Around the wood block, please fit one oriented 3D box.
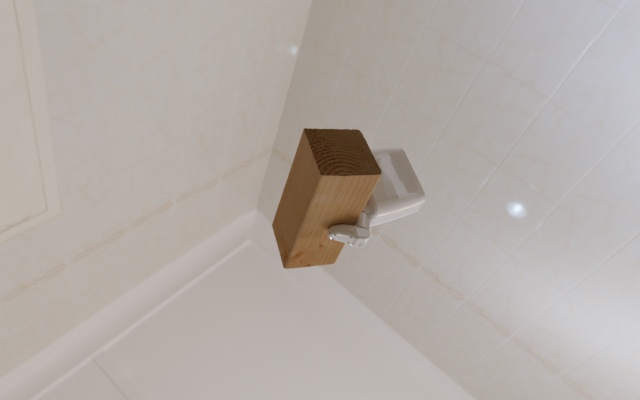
[{"bbox_3d":[0.001,0.003,0.700,0.090,0.090,0.206,-2,-41,-23],"label":"wood block"}]
